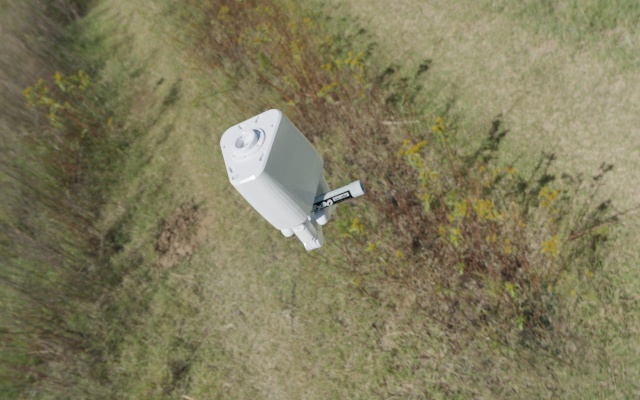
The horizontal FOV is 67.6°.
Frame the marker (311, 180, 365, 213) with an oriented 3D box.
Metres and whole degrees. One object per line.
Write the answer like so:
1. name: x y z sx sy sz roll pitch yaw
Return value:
1. marker: 0.000 0.002 0.626 0.121 0.020 0.020 -20 -7 20
